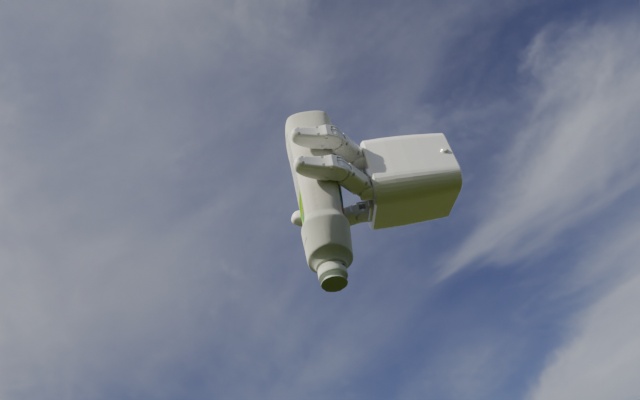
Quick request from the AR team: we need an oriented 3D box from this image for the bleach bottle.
[{"bbox_3d":[0.000,0.002,0.578,0.068,0.250,0.103,-9,-44,-1],"label":"bleach bottle"}]
